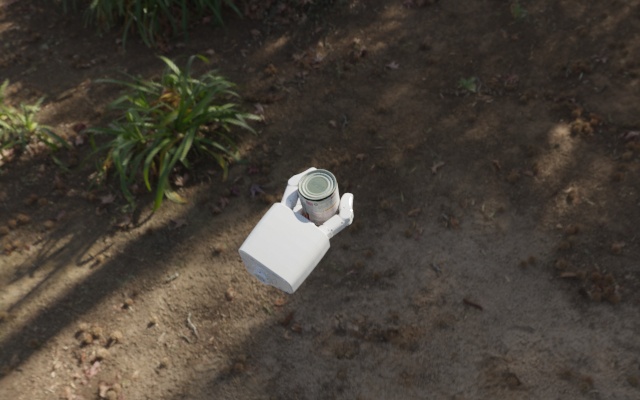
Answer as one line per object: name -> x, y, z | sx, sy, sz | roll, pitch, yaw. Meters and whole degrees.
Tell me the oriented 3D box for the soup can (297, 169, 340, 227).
soup can -> 0.000, 0.002, 0.833 | 0.068, 0.068, 0.102 | 0, -36, 9
